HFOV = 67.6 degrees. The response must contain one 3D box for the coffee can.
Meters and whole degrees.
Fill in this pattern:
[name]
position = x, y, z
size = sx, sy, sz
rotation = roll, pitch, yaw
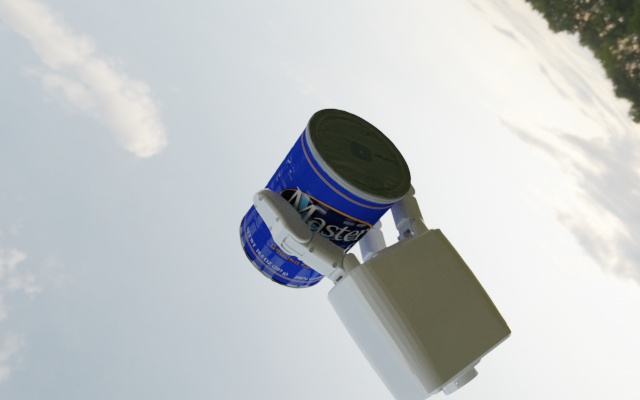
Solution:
[coffee can]
position = 0.000, 0.001, 0.440
size = 0.103, 0.102, 0.140
rotation = 0, -38, -40
